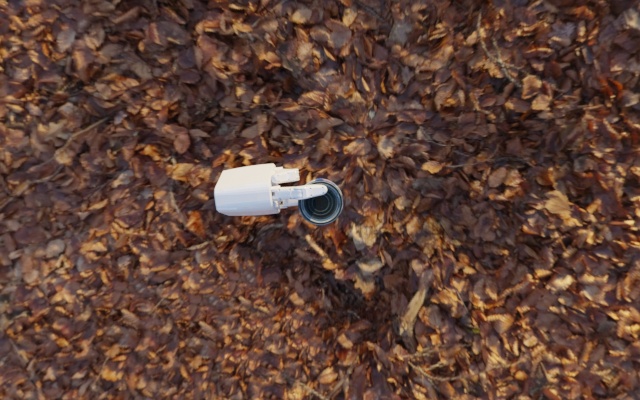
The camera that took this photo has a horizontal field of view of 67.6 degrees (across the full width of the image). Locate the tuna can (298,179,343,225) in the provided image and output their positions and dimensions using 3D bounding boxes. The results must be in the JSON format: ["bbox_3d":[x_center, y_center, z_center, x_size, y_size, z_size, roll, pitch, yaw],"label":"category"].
[{"bbox_3d":[0.000,0.003,0.893,0.086,0.086,0.033,0,7,0],"label":"tuna can"}]
